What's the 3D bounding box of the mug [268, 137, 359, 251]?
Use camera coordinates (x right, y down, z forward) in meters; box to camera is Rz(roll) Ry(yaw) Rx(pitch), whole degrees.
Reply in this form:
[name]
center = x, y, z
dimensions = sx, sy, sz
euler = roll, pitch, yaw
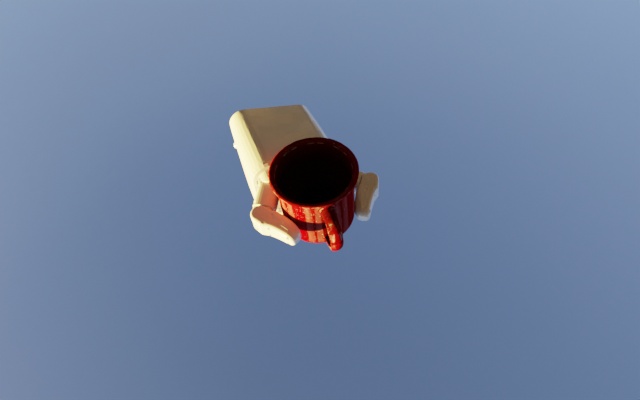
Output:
[mug]
center = 0.001, 0.003, 0.509
dimensions = 0.093, 0.117, 0.082
euler = -20, -35, -9
